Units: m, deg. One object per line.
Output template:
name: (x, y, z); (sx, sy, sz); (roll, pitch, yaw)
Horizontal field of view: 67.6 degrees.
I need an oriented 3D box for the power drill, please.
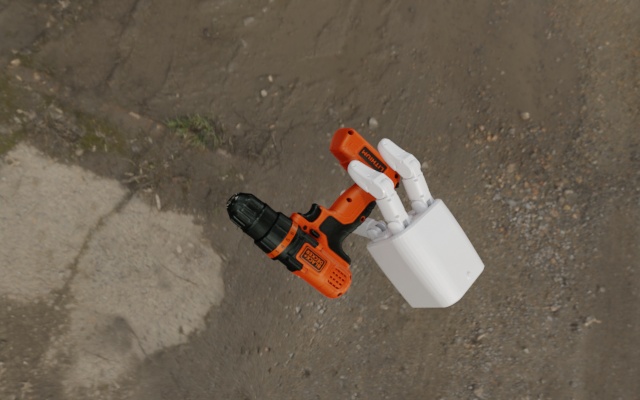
power drill: (0.001, 0.002, 0.600); (0.184, 0.187, 0.057); (41, -15, -19)
